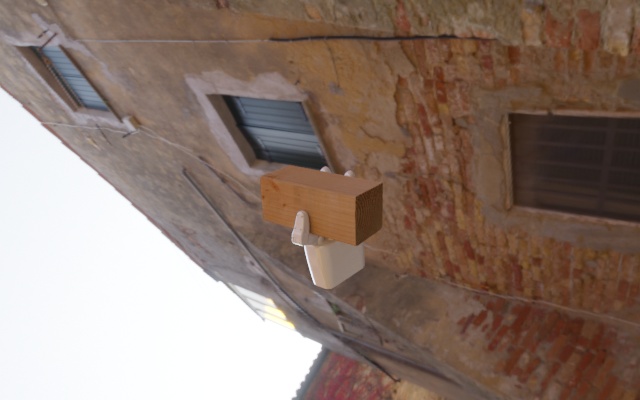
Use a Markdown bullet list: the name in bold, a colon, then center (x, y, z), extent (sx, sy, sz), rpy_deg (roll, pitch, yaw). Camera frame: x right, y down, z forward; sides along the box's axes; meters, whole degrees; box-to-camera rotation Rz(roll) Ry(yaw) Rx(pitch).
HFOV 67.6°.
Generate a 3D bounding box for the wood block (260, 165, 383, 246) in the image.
- **wood block**: center (0.000, 0.003, 0.858), extent (0.206, 0.090, 0.091), rpy_deg (13, 25, 34)
